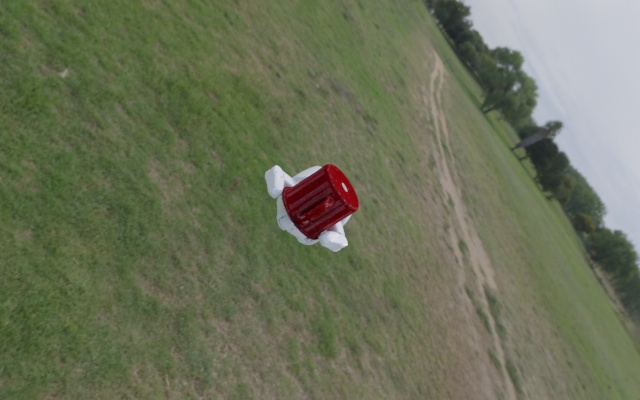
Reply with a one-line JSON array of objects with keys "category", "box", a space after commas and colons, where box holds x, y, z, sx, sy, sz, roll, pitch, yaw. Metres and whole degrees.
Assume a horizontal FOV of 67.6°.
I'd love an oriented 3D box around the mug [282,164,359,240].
[{"category": "mug", "box": [0.000, 0.002, 0.696, 0.081, 0.093, 0.117, -32, 6, 20]}]
